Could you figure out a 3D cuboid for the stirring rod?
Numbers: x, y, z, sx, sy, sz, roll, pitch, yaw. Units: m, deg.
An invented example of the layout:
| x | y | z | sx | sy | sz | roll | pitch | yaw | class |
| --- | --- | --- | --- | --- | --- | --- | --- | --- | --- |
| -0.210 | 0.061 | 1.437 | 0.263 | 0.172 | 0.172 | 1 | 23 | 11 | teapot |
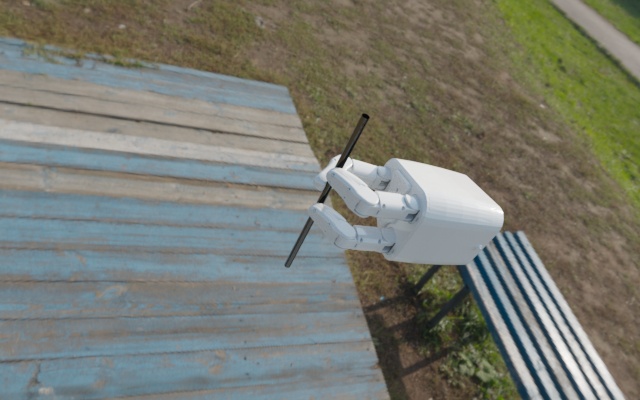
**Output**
| x | y | z | sx | sy | sz | roll | pitch | yaw | class |
| --- | --- | --- | --- | --- | --- | --- | --- | --- | --- |
| 0.000 | 0.002 | 0.523 | 0.011 | 0.011 | 0.240 | 0 | -42 | -28 | stirring rod |
